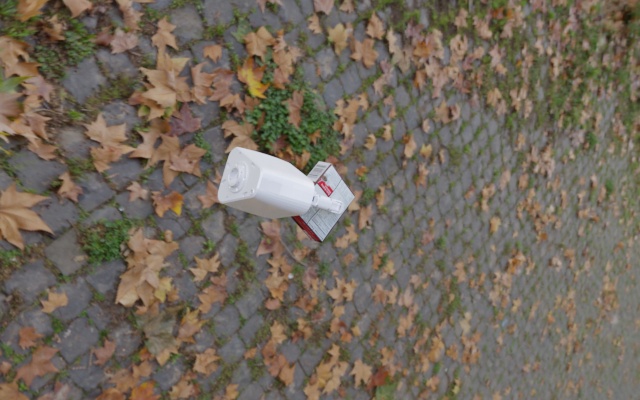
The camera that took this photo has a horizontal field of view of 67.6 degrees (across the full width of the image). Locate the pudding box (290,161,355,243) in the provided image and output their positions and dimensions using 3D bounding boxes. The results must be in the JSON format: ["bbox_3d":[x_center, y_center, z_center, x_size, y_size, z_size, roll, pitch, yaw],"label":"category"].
[{"bbox_3d":[0.000,0.003,0.830,0.039,0.113,0.090,14,-31,49],"label":"pudding box"}]
